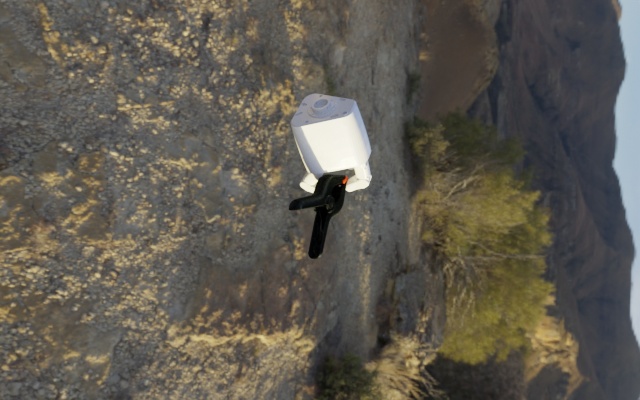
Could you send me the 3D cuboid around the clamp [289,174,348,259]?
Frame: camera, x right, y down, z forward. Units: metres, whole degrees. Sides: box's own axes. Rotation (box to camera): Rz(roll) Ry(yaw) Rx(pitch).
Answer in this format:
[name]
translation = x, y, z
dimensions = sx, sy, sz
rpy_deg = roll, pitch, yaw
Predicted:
[clamp]
translation = 0.001, 0.003, 0.833
dimensions = 0.039, 0.171, 0.120
rpy_deg = 4, -42, 25
